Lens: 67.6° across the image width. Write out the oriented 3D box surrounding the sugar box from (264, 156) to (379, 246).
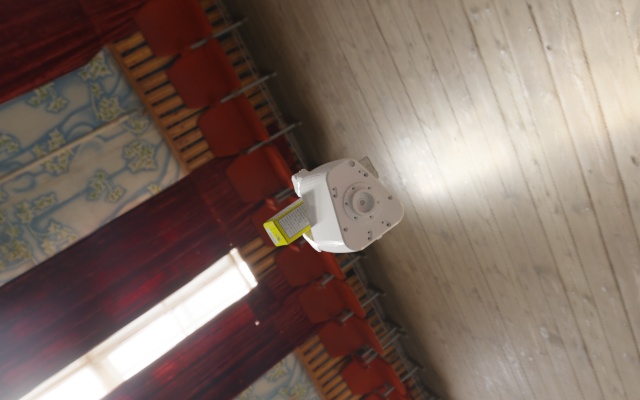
[{"bbox_3d":[0.000,0.003,0.730,0.176,0.048,0.093,-33,4,-17],"label":"sugar box"}]
